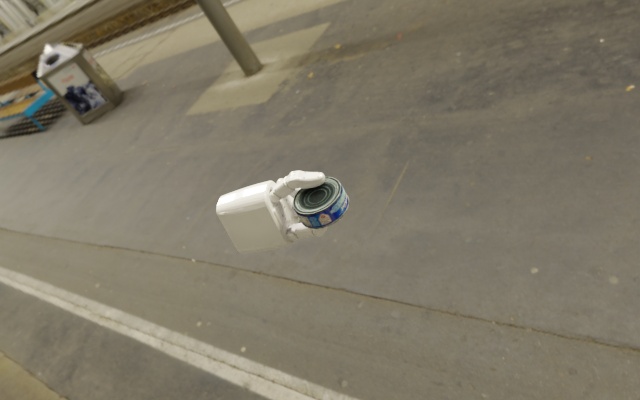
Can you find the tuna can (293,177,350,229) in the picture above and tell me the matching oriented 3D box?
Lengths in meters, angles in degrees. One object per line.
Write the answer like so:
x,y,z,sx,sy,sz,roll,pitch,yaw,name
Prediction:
0.000,0.002,0.755,0.086,0.086,0.034,0,-44,33,tuna can
